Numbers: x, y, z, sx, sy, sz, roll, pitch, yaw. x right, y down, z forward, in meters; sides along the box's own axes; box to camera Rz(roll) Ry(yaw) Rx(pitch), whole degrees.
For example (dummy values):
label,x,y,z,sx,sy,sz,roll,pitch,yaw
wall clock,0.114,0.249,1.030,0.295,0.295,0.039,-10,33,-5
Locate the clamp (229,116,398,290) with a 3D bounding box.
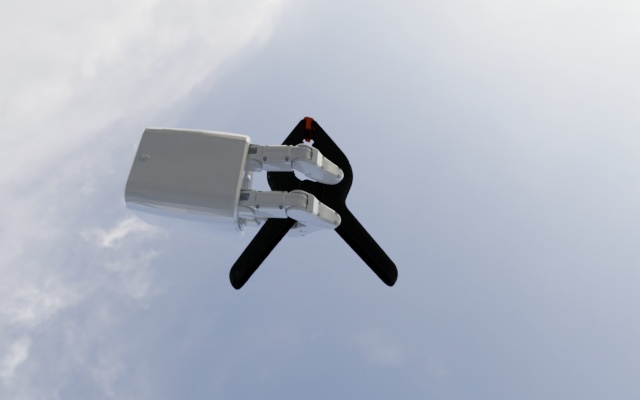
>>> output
label,x,y,z,sx,sy,sz,roll,pitch,yaw
clamp,0.000,0.002,0.511,0.164,0.209,0.036,6,-31,-3
